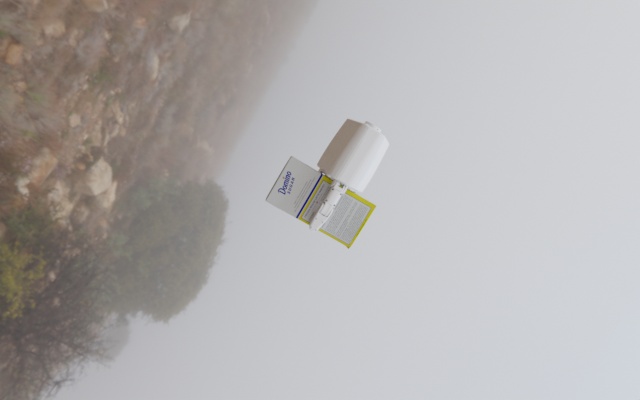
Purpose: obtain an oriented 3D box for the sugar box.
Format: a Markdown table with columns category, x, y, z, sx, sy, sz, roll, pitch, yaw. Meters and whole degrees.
| category | x | y | z | sx | sy | sz | roll | pitch | yaw |
| --- | --- | --- | --- | --- | --- | --- | --- | --- | --- |
| sugar box | 0.000 | 0.003 | 0.856 | 0.176 | 0.093 | 0.048 | 31 | 5 | -5 |
